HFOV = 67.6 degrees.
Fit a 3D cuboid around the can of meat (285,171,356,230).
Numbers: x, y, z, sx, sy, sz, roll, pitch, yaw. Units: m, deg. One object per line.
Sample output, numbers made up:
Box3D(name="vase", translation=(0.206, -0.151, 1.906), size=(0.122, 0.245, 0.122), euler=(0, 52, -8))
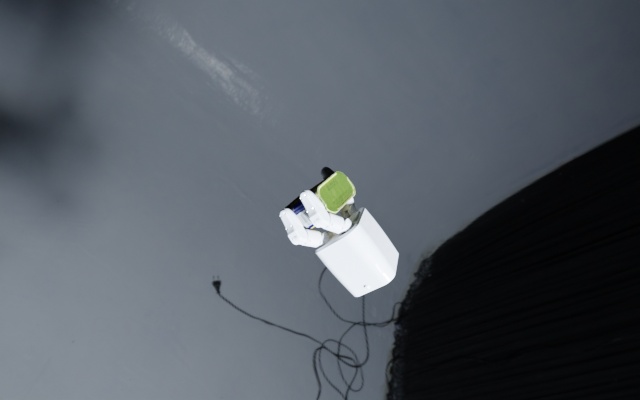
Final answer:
Box3D(name="can of meat", translation=(0.000, 0.002, 0.791), size=(0.084, 0.057, 0.102), euler=(-33, 6, 38))
